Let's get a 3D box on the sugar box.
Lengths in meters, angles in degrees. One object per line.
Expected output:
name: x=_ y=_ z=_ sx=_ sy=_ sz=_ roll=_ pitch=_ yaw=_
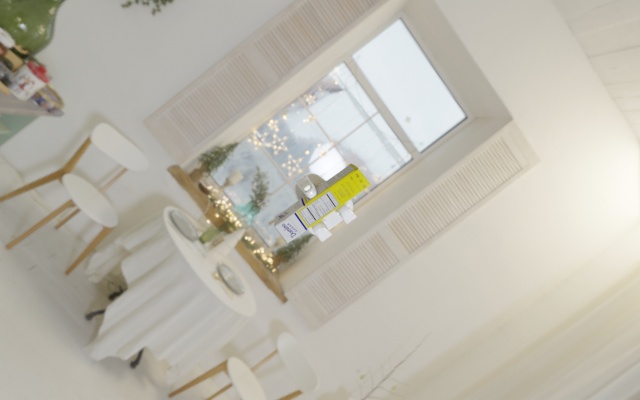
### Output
sugar box: x=0.001 y=0.003 z=0.849 sx=0.176 sy=0.048 sz=0.093 roll=-37 pitch=9 yaw=2
